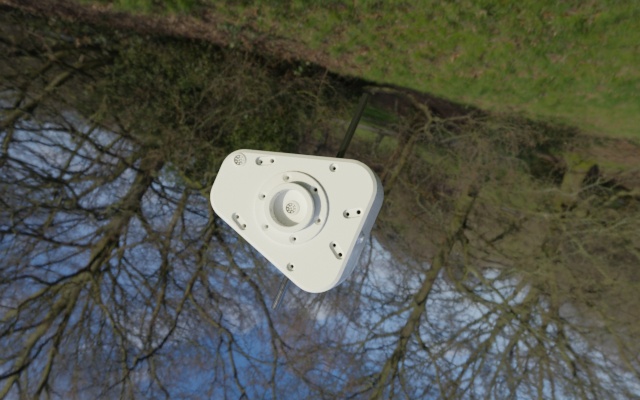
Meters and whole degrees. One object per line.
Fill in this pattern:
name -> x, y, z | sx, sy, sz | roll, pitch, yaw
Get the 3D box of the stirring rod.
stirring rod -> 0.000, 0.001, 0.492 | 0.011, 0.239, 0.011 | 23, 1, 0
